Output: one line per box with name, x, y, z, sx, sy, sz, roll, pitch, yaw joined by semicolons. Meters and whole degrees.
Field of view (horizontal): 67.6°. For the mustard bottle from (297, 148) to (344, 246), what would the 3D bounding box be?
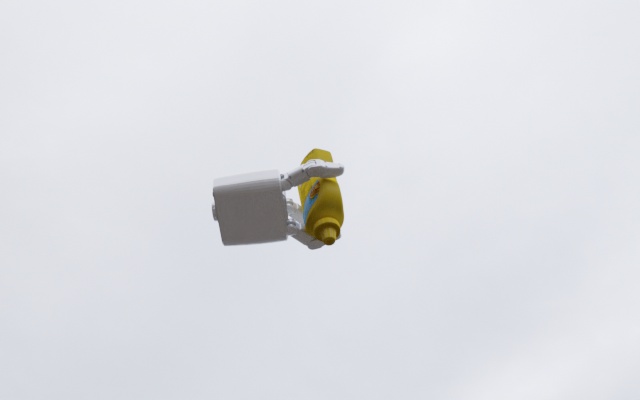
mustard bottle;0.000;0.002;0.775;0.058;0.096;0.191;13;34;-18
